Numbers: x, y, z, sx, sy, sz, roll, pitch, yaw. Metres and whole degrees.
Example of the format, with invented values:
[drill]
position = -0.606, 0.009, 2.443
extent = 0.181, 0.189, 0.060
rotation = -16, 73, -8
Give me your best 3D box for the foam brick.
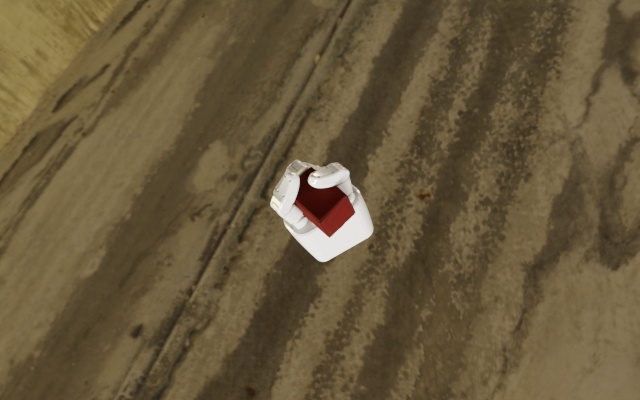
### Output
[foam brick]
position = 0.000, 0.002, 0.651
extent = 0.078, 0.053, 0.051
rotation = 41, -11, 34
